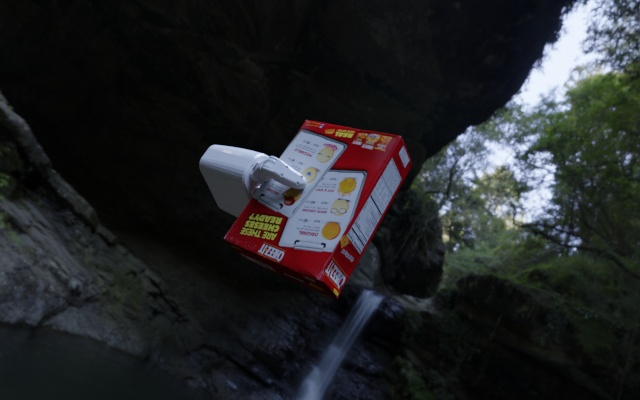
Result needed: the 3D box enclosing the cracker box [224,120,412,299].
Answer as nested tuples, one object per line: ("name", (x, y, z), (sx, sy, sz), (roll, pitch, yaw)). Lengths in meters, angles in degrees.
("cracker box", (0.000, 0.002, 0.634), (0.164, 0.213, 0.072), (17, -24, 37))
